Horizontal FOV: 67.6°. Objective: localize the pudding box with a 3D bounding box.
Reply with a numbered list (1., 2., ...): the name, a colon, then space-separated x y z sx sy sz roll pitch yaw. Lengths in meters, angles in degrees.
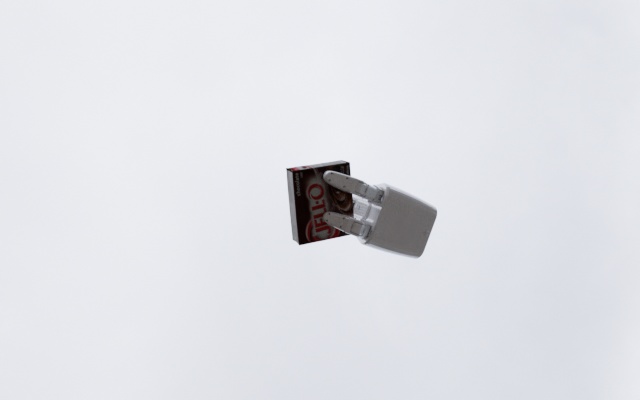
1. pudding box: 0.000 0.002 0.700 0.090 0.113 0.039 -10 13 -21
